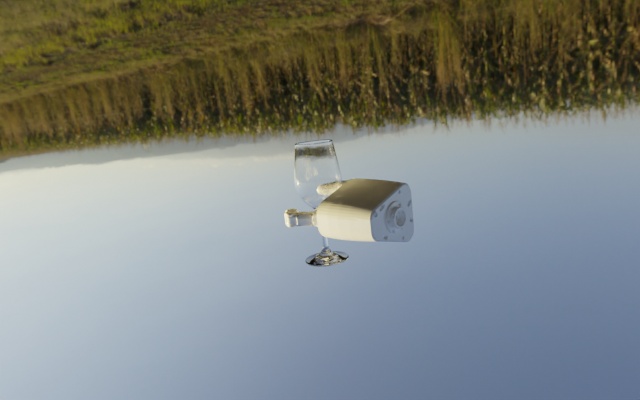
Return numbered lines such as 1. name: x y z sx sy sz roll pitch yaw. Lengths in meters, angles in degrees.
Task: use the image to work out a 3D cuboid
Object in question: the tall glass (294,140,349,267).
1. tall glass: 0.000 0.003 0.790 0.079 0.201 0.079 -7 11 1
